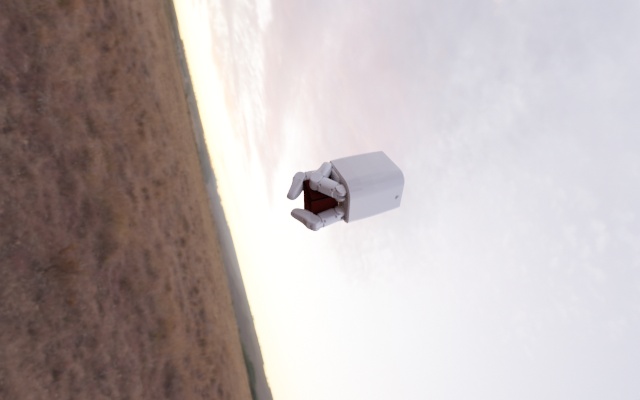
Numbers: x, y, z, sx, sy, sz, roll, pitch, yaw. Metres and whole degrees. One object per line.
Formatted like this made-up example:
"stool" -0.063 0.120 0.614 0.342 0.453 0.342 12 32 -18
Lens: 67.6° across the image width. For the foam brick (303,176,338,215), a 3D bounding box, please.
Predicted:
"foam brick" 0.000 0.003 0.857 0.051 0.053 0.078 -14 -39 -12
